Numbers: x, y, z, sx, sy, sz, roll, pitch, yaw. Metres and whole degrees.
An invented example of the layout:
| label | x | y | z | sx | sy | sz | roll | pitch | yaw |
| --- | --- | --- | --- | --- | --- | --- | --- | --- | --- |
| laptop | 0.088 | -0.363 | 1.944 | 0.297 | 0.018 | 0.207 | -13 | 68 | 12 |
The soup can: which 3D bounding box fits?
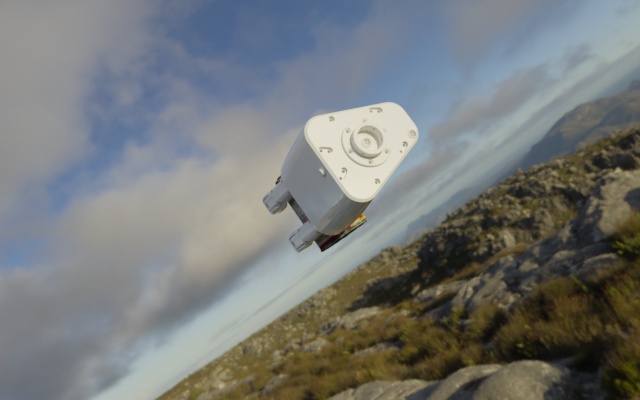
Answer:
| label | x | y | z | sx | sy | sz | roll | pitch | yaw |
| --- | --- | --- | --- | --- | --- | --- | --- | --- | --- |
| soup can | 0.000 | 0.002 | 0.576 | 0.068 | 0.102 | 0.068 | -35 | -7 | -5 |
